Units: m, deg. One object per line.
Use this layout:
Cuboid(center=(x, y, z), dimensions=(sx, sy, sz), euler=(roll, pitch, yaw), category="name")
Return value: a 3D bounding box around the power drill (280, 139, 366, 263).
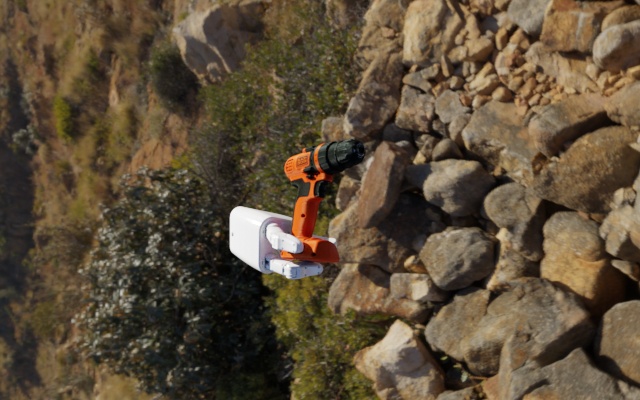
Cuboid(center=(0.000, 0.003, 0.752), dimensions=(0.057, 0.187, 0.184), euler=(14, -14, -32), category="power drill")
